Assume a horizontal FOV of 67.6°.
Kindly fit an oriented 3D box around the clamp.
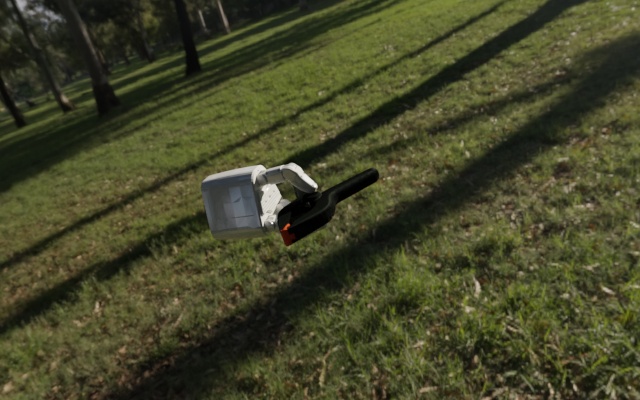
[{"bbox_3d":[-0.001,0.002,0.762,0.164,0.036,0.210,-10,24,23],"label":"clamp"}]
